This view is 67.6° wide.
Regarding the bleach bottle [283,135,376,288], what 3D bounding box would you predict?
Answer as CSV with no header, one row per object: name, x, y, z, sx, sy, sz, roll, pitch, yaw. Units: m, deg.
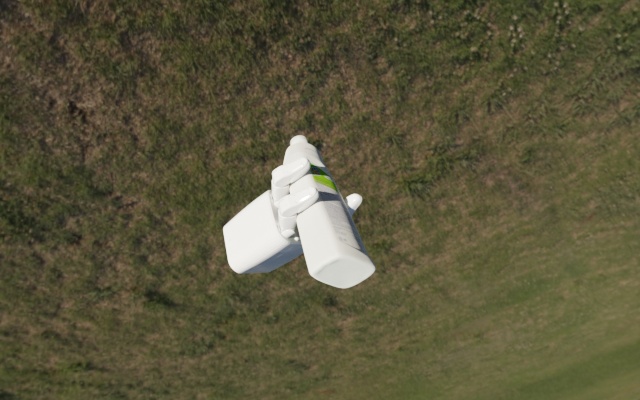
bleach bottle,0.000,0.002,0.720,0.068,0.250,0.102,-36,-40,23
